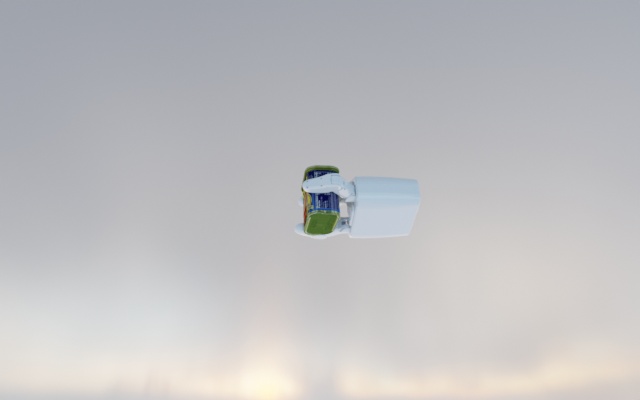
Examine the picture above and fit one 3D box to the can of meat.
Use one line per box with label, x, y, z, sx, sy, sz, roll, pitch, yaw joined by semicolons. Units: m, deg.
can of meat;0.000;0.003;0.791;0.057;0.084;0.102;1;-25;-8
